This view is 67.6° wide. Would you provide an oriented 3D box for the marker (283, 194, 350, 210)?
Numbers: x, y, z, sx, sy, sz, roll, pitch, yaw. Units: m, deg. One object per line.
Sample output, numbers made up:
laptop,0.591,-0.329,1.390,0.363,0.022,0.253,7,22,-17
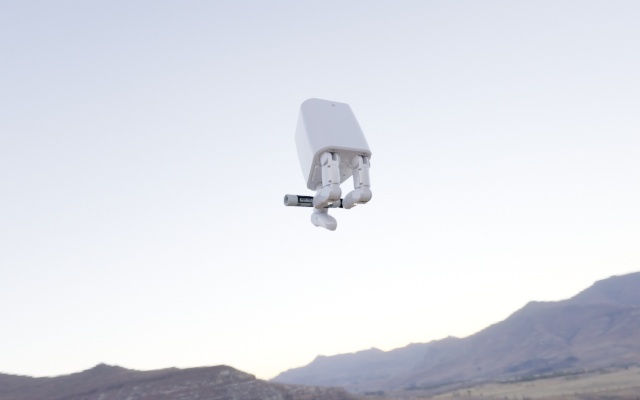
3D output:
marker,0.000,0.002,0.737,0.121,0.020,0.020,3,-2,-31
